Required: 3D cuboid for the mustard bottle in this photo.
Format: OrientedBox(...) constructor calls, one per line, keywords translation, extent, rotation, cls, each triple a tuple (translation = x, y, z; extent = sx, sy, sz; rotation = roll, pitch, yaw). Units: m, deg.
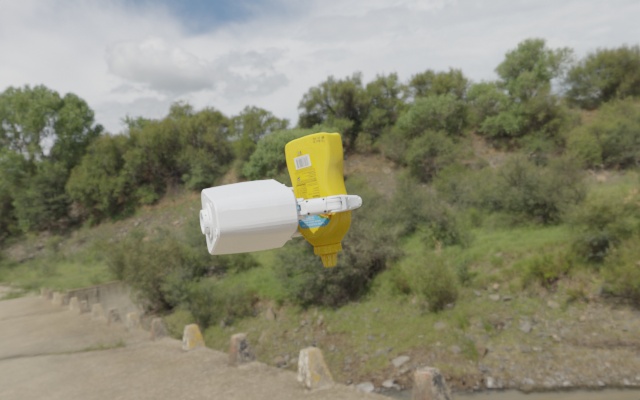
OrientedBox(translation=(0.000, 0.002, 0.703), extent=(0.096, 0.191, 0.058), rotation=(-10, -3, 45), cls="mustard bottle")
